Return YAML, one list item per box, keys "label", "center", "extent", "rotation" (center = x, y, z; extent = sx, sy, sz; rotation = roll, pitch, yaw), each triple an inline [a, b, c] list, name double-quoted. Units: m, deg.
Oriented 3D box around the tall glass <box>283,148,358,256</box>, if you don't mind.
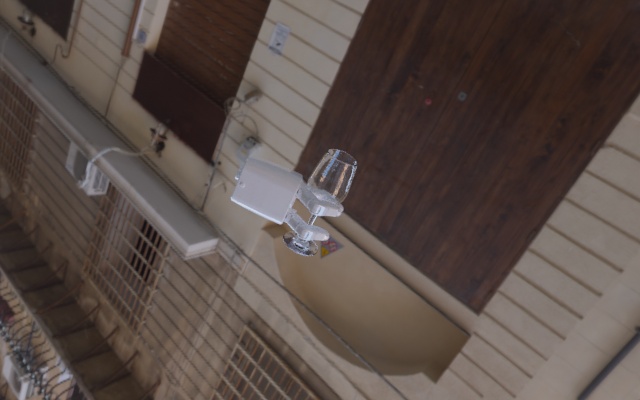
- label: "tall glass"
  center: [0.000, 0.004, 0.897]
  extent: [0.079, 0.201, 0.079]
  rotation: [22, 24, -10]
